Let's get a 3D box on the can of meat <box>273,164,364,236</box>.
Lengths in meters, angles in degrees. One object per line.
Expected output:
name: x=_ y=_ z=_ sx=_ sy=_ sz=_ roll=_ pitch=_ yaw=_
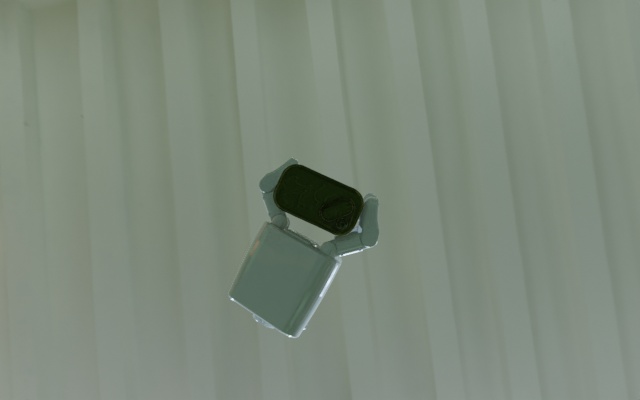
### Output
can of meat: x=0.000 y=0.002 z=0.583 sx=0.102 sy=0.057 sz=0.084 roll=24 pitch=-2 yaw=5
